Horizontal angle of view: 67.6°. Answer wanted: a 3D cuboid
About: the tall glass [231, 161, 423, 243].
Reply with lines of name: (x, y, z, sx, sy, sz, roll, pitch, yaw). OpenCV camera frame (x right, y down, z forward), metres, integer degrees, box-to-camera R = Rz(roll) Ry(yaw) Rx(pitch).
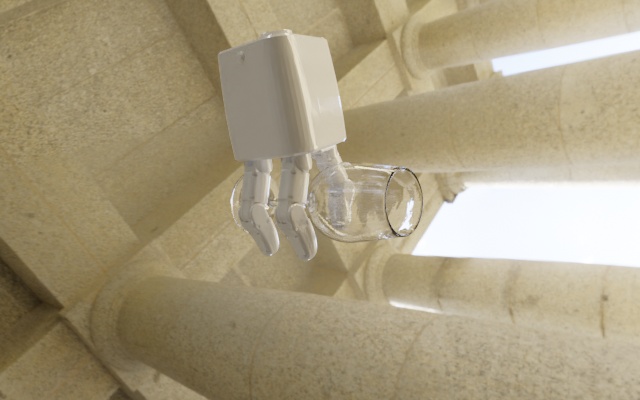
tall glass: (0.000, 0.002, 0.483, 0.201, 0.079, 0.079, 0, 0, 42)
